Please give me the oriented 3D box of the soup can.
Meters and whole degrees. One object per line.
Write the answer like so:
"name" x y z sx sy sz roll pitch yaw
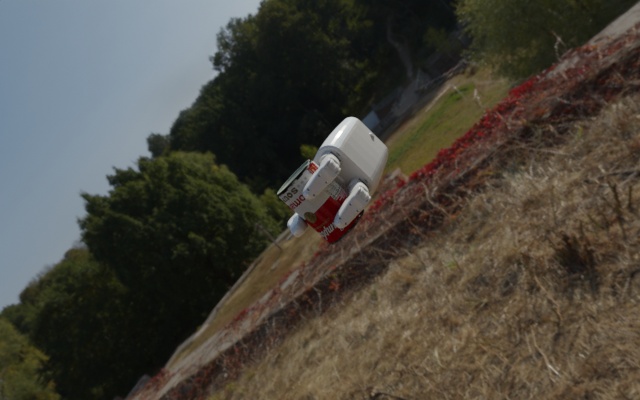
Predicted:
"soup can" 0.000 0.002 0.648 0.102 0.068 0.068 43 -9 -9
